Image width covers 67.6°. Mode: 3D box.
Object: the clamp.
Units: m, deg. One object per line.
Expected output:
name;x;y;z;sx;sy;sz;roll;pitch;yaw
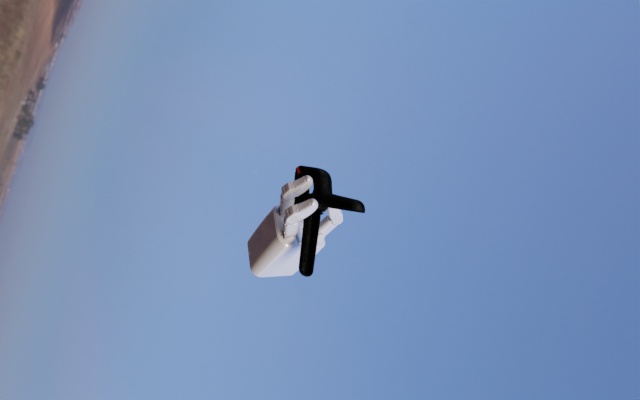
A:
clamp;0.001;0.003;0.817;0.036;0.209;0.165;21;-53;-33
